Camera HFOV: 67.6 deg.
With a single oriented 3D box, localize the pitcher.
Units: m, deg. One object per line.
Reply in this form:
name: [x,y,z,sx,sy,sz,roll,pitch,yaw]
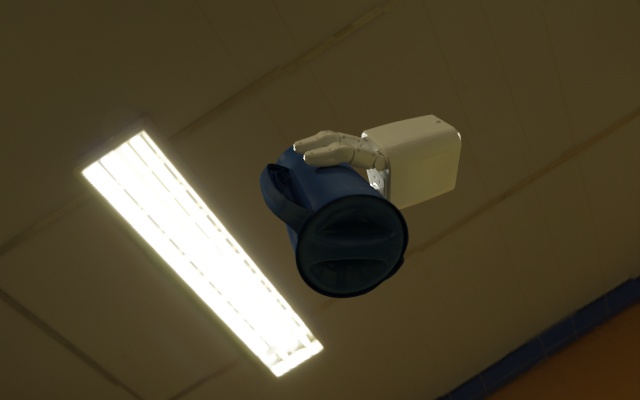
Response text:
pitcher: [0.000,0.002,0.627,0.145,0.149,0.242,-17,28,-8]
